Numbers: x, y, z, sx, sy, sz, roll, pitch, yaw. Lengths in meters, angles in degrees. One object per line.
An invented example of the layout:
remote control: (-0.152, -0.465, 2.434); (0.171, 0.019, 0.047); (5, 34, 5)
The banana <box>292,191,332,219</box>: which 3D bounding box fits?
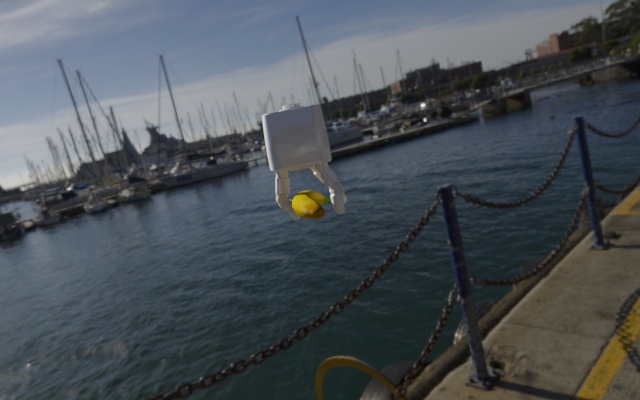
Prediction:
banana: (-0.018, 0.004, 0.860); (0.069, 0.037, 0.198); (-6, 8, 7)
